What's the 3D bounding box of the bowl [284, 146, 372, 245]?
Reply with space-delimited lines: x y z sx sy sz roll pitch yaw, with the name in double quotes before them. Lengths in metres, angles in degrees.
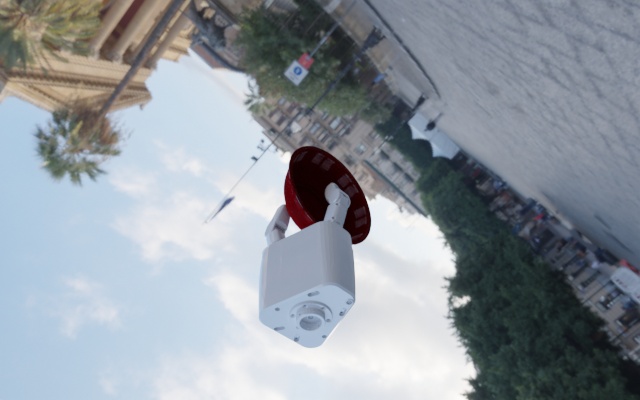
"bowl" 0.000 0.002 0.694 0.055 0.162 0.162 -36 -22 34
